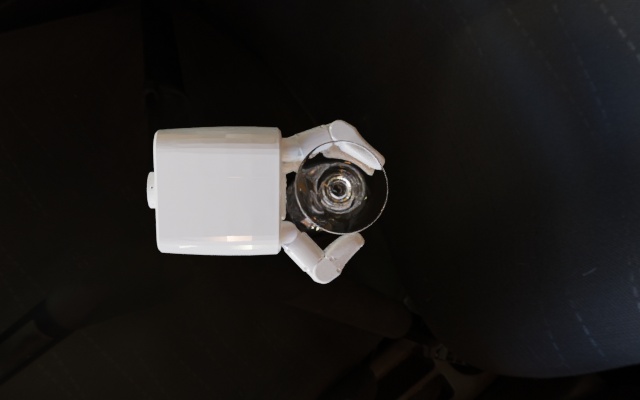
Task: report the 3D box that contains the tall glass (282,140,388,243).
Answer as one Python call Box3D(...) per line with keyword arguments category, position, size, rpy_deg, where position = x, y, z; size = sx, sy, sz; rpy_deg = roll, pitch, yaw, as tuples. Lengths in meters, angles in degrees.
Box3D(category="tall glass", position=(0.000, 0.002, 0.467), size=(0.079, 0.079, 0.201), rpy_deg=(0, -7, -9))
